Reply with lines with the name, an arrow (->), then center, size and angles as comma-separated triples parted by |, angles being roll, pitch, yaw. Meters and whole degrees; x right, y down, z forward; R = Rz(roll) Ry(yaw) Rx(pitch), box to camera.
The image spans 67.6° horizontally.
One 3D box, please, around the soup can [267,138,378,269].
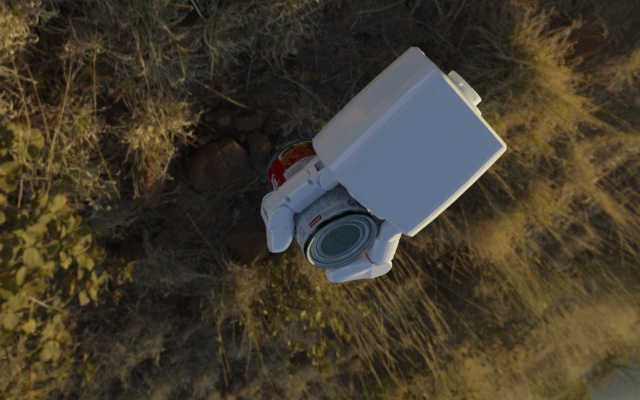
soup can -> 0.000, 0.002, 0.424 | 0.068, 0.068, 0.102 | 0, 42, -29
